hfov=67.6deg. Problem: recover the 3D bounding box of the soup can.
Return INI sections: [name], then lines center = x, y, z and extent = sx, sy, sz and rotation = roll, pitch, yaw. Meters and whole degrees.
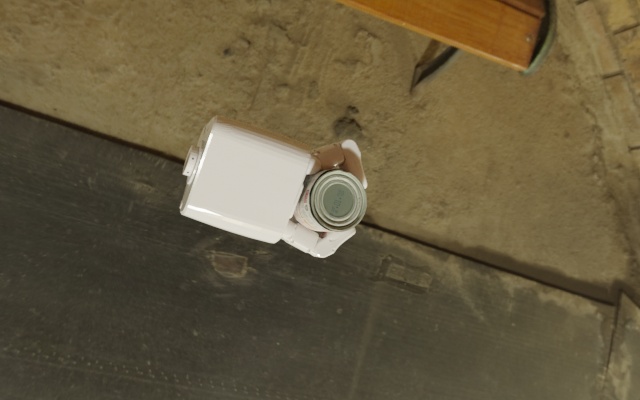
[soup can]
center = 0.001, 0.002, 0.540
extent = 0.068, 0.068, 0.102
rotation = 0, -2, -23
